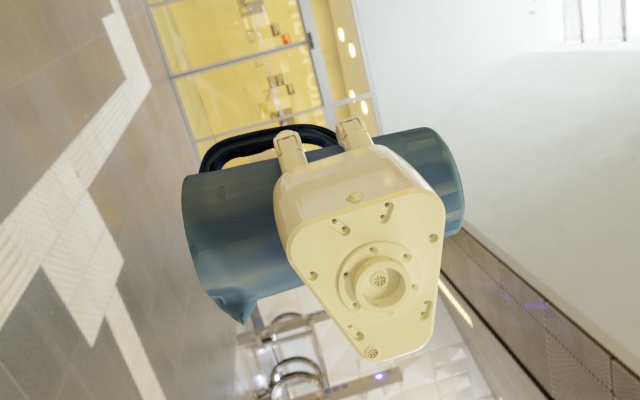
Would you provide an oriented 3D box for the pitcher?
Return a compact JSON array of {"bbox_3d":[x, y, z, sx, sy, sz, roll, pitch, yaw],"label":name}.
[{"bbox_3d":[0.000,0.002,0.458,0.243,0.149,0.145,-15,18,-2],"label":"pitcher"}]
